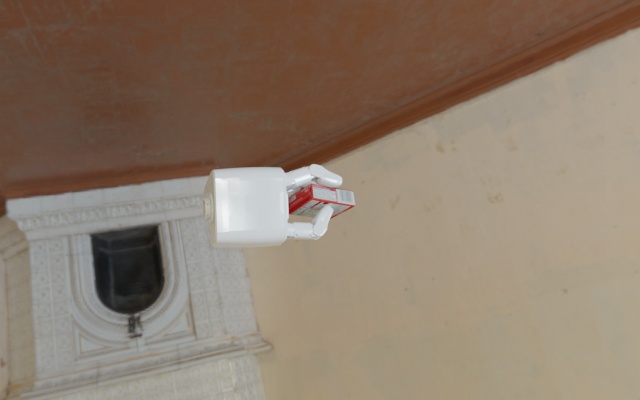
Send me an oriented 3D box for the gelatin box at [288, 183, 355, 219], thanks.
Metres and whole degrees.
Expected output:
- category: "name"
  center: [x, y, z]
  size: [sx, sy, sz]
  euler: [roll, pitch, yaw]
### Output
- category: "gelatin box"
  center: [0.000, 0.003, 0.784]
  size: [0.089, 0.030, 0.073]
  euler: [9, -25, -34]
